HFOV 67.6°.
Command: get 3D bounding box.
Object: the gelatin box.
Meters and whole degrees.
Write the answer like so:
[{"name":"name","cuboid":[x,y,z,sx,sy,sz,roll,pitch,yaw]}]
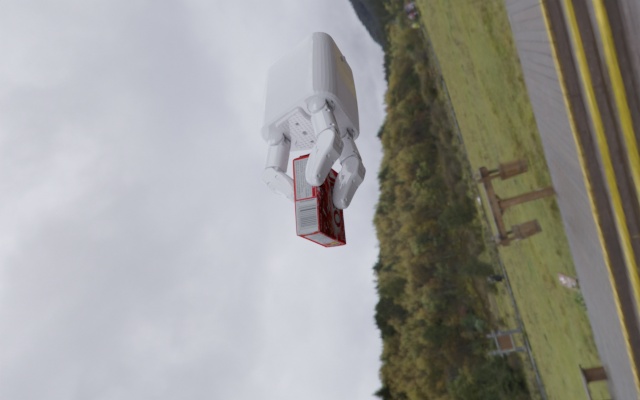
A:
[{"name":"gelatin box","cuboid":[0.000,0.002,0.525,0.030,0.089,0.073,-12,-20,22]}]
